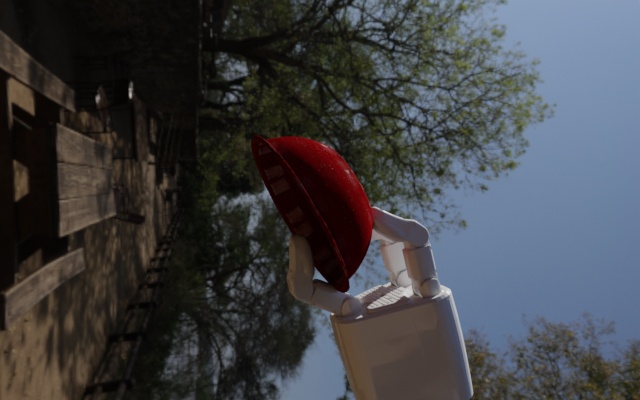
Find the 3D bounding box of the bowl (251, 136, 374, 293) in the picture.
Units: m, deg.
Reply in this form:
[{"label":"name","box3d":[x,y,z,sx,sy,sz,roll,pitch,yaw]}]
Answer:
[{"label":"bowl","box3d":[0.000,0.000,0.436,0.055,0.162,0.162,-31,8,-13]}]
